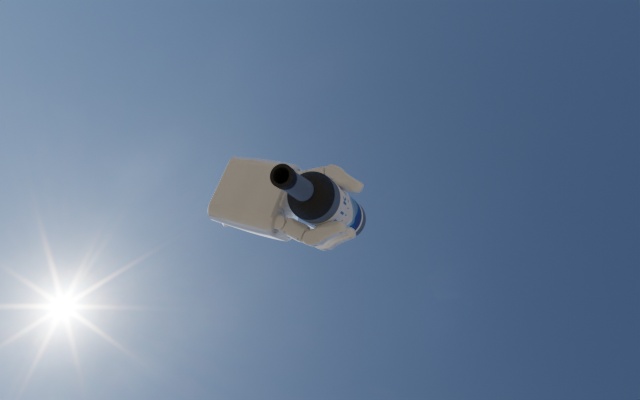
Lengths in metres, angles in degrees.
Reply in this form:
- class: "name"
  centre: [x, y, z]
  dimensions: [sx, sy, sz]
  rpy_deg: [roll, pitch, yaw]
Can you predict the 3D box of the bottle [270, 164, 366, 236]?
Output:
- class: "bottle"
  centre: [0.000, 0.002, 0.659]
  dimensions: [0.069, 0.069, 0.296]
  rpy_deg: [0, -12, 17]
